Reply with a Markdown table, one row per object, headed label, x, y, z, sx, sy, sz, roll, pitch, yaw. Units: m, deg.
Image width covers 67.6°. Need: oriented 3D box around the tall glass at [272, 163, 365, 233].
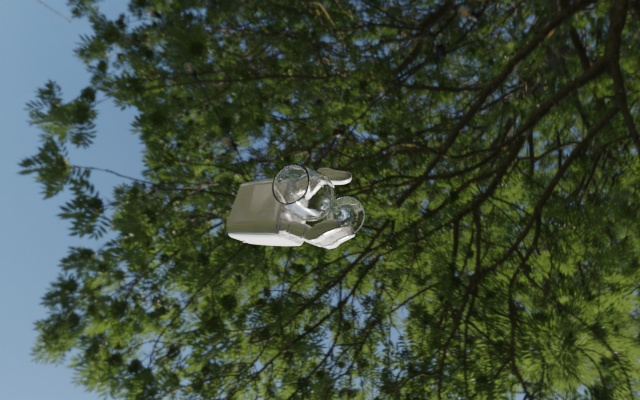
| label | x | y | z | sx | sy | sz | roll | pitch | yaw |
| --- | --- | --- | --- | --- | --- | --- | --- | --- | --- |
| tall glass | 0.001 | 0.003 | 0.769 | 0.079 | 0.079 | 0.201 | 0 | -16 | 27 |
